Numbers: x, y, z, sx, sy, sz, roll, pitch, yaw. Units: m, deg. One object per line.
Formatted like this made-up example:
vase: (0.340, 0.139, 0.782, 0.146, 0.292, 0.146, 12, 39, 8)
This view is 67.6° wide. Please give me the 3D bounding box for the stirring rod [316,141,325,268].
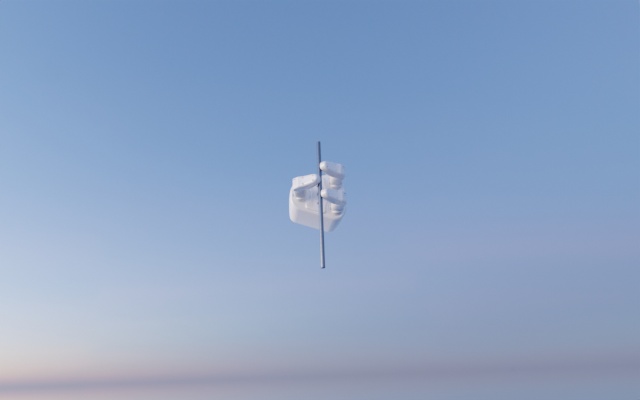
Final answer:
stirring rod: (0.000, 0.003, 0.859, 0.011, 0.239, 0.011, -2, -20, -1)
